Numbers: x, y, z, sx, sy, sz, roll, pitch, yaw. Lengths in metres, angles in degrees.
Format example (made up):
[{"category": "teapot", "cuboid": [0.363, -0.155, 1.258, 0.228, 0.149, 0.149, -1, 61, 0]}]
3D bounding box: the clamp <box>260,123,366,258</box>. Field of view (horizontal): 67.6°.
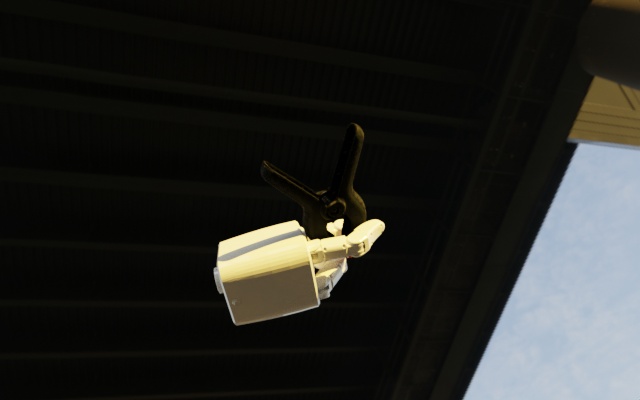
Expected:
[{"category": "clamp", "cuboid": [0.000, 0.002, 0.557, 0.120, 0.172, 0.039, -14, 31, -7]}]
